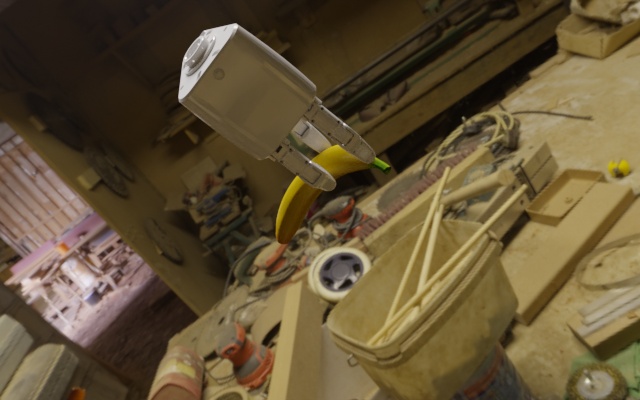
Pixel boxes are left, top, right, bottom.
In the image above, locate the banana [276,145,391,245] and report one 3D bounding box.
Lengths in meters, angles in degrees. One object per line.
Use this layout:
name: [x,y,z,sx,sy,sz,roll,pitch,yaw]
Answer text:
banana: [-0.003,-0.016,0.601,0.037,0.069,0.198,8,-35,-45]
